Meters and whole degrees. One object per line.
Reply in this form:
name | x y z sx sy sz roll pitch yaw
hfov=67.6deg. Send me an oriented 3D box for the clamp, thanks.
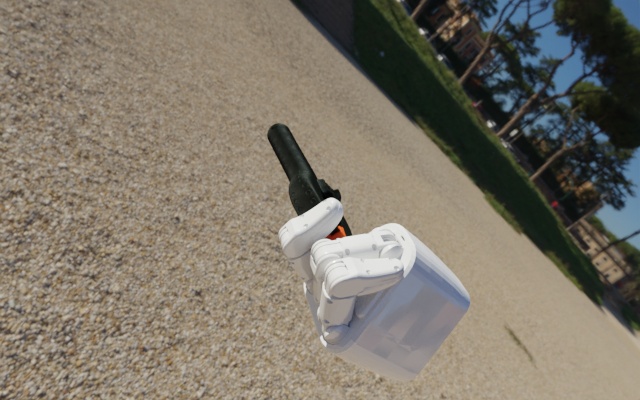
clamp | 0.001 0.001 0.475 0.039 0.171 0.120 -38 -52 15
